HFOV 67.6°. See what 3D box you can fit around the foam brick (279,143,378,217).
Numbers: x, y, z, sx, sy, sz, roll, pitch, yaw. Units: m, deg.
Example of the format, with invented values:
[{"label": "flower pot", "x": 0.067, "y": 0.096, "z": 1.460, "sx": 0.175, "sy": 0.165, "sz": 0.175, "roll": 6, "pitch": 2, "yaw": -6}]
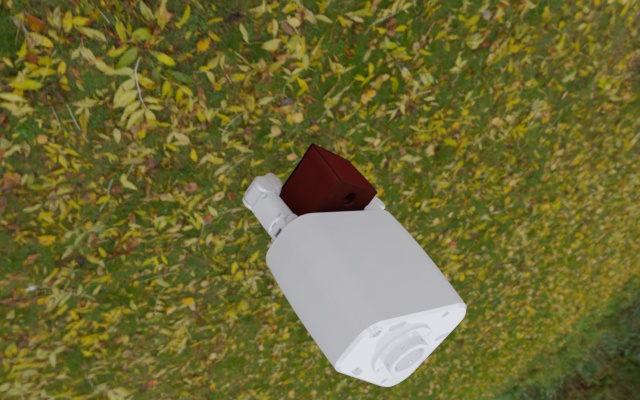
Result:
[{"label": "foam brick", "x": 0.000, "y": 0.001, "z": 0.415, "sx": 0.053, "sy": 0.078, "sz": 0.051, "roll": 16, "pitch": 27, "yaw": -45}]
